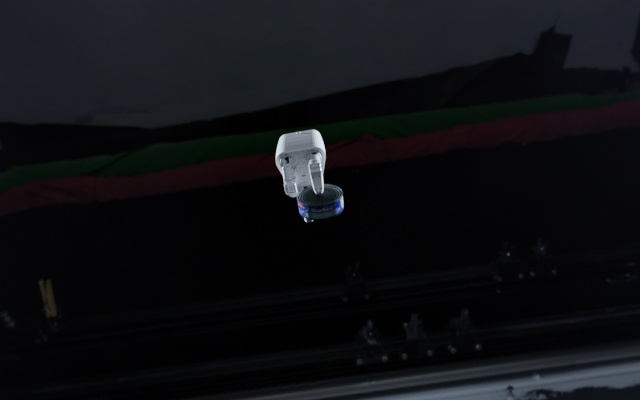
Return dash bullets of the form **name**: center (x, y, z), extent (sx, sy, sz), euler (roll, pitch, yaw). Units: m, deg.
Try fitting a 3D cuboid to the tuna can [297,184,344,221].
- **tuna can**: center (0.000, 0.003, 0.890), extent (0.086, 0.034, 0.086), euler (-6, 27, 3)
